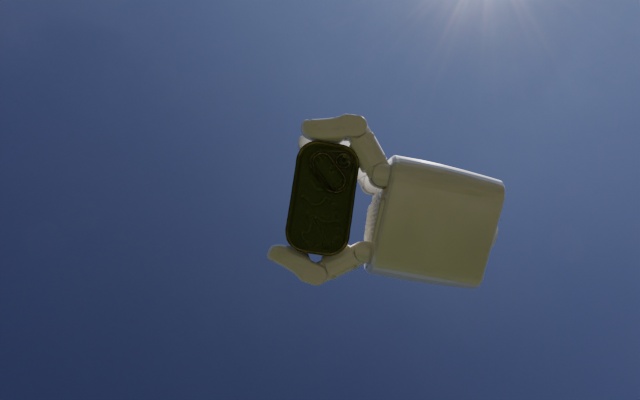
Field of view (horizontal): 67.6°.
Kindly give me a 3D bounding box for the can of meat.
[{"bbox_3d":[0.000,0.002,0.465,0.057,0.102,0.084,8,-6,-2],"label":"can of meat"}]
